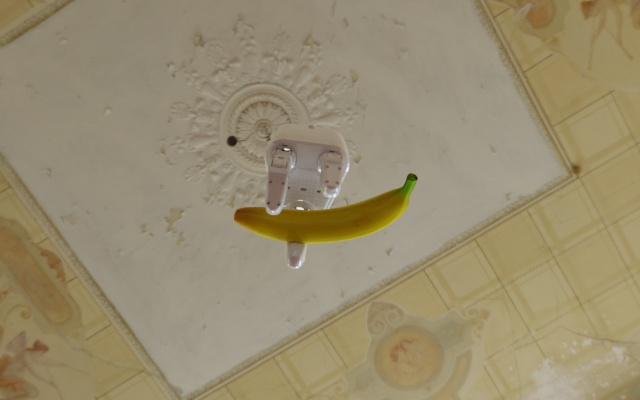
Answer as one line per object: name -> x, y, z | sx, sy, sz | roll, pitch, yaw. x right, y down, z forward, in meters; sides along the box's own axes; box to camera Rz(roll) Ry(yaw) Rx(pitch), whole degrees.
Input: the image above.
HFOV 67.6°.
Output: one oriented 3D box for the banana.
banana -> 0.009, 0.016, 0.510 | 0.198, 0.070, 0.037 | -13, 32, 12
